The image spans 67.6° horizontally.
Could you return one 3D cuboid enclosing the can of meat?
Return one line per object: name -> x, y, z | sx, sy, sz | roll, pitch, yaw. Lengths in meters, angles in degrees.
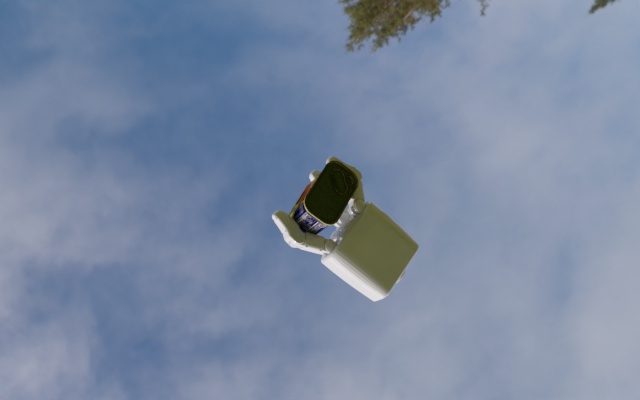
can of meat -> 0.000, 0.002, 0.711 | 0.057, 0.102, 0.084 | 36, -32, -8
